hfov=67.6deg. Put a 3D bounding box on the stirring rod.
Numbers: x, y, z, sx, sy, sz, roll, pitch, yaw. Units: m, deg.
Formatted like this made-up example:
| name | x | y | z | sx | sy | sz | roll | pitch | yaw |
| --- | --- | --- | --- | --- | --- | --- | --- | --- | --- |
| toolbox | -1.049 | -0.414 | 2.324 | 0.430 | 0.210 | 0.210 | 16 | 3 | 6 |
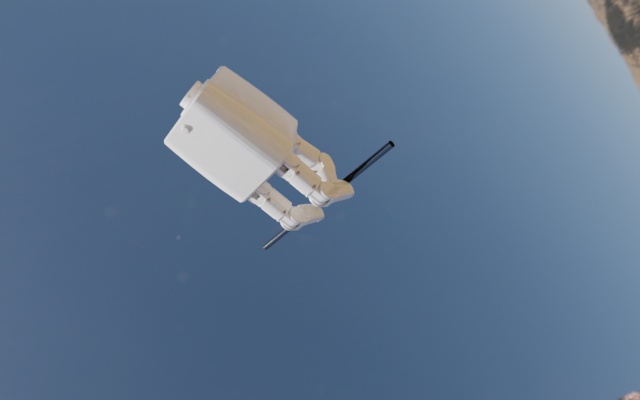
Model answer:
| name | x | y | z | sx | sy | sz | roll | pitch | yaw |
| --- | --- | --- | --- | --- | --- | --- | --- | --- | --- |
| stirring rod | 0.000 | 0.002 | 0.569 | 0.011 | 0.011 | 0.240 | 0 | -30 | -45 |
